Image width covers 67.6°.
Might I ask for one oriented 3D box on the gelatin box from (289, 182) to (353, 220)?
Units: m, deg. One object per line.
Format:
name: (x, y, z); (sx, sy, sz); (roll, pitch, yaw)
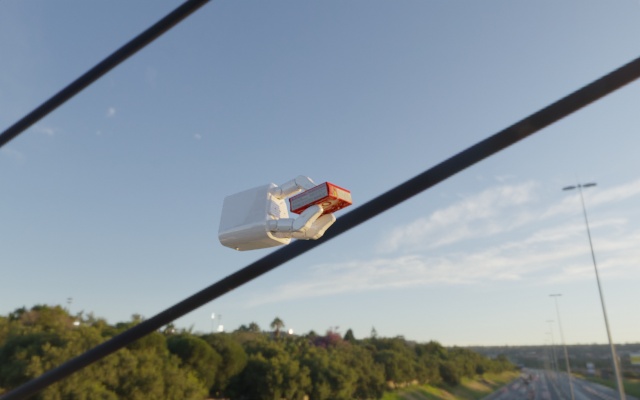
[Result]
gelatin box: (0.000, 0.002, 0.847); (0.089, 0.030, 0.073); (-24, -27, 31)
